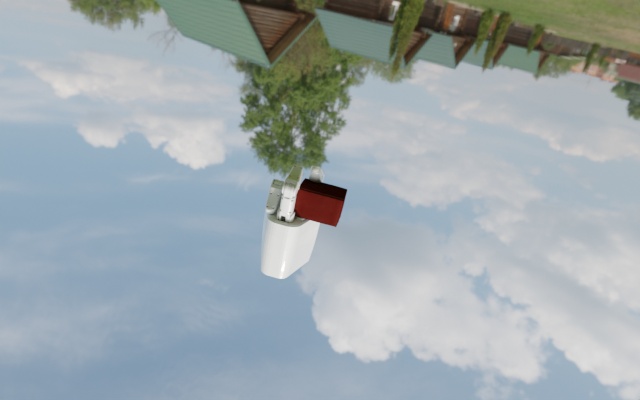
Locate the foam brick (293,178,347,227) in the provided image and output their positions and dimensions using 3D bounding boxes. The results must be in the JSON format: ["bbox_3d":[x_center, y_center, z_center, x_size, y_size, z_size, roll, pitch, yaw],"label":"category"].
[{"bbox_3d":[0.000,0.003,0.789,0.078,0.051,0.053,15,22,6],"label":"foam brick"}]
